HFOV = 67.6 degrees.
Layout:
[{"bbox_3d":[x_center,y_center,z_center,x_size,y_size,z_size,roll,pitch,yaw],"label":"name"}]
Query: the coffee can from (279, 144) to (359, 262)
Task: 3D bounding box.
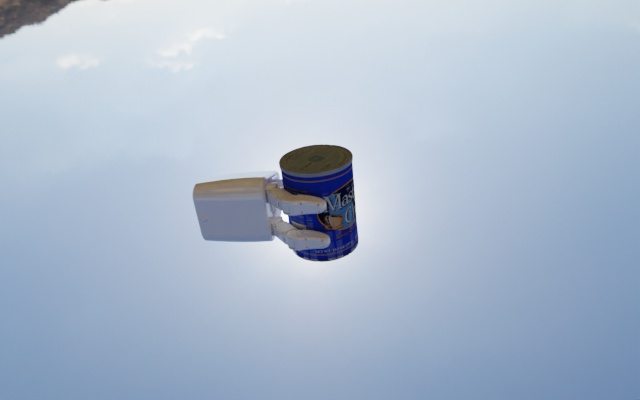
[{"bbox_3d":[0.000,0.002,0.691,0.103,0.140,0.102,-5,27,3],"label":"coffee can"}]
